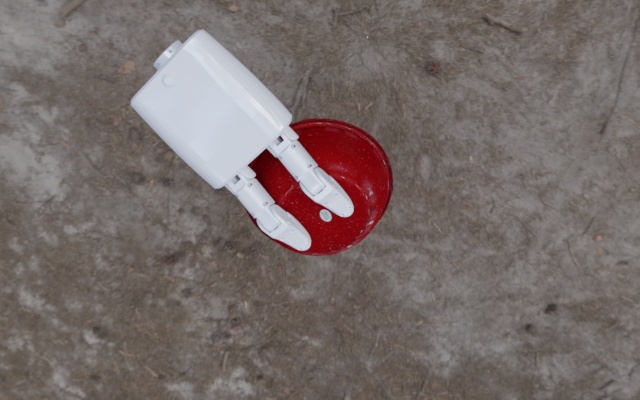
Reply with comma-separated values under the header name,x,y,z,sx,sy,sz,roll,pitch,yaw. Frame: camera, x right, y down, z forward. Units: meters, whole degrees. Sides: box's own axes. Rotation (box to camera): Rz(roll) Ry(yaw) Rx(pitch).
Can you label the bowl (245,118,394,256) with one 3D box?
name,x,y,z,sx,sy,sz,roll,pitch,yaw
bowl,0.001,0.002,0.487,0.162,0.162,0.055,0,31,-7
